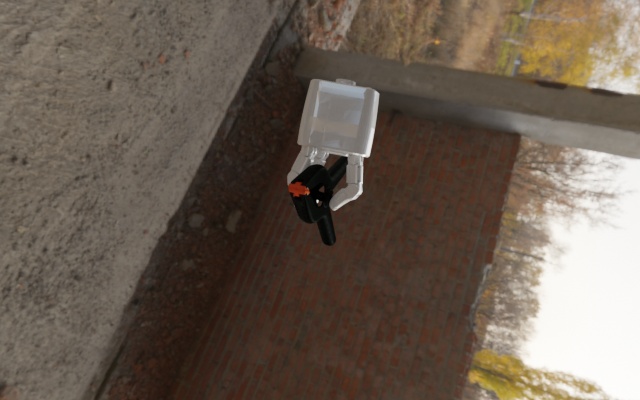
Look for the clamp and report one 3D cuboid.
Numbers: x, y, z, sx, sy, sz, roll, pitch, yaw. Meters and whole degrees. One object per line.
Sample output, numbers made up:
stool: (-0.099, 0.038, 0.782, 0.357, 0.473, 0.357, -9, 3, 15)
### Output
clamp: (0.001, 0.002, 0.788, 0.036, 0.164, 0.210, 10, 5, 21)
